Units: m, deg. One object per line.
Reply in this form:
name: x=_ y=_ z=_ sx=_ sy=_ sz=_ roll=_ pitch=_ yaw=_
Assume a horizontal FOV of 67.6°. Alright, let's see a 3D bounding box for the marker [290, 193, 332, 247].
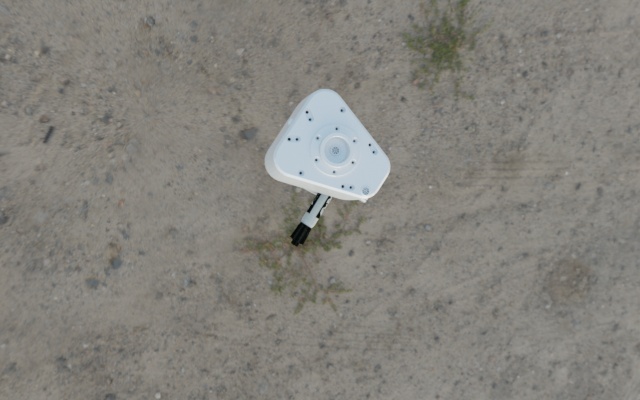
marker: x=0.000 y=0.002 z=0.572 sx=0.020 sy=0.121 sz=0.020 roll=32 pitch=-3 yaw=2
